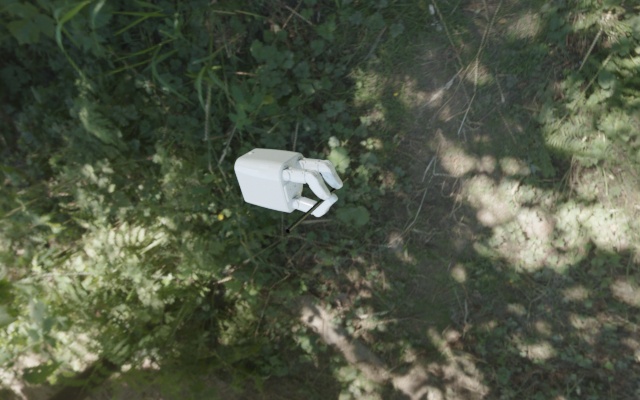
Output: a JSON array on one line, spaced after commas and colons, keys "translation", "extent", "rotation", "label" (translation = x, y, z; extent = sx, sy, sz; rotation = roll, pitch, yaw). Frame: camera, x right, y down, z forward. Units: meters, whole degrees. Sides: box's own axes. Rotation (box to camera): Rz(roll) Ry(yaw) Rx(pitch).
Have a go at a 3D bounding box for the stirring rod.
[{"translation": [0.000, 0.003, 0.866], "extent": [0.011, 0.011, 0.239], "rotation": [0, 23, 29], "label": "stirring rod"}]
